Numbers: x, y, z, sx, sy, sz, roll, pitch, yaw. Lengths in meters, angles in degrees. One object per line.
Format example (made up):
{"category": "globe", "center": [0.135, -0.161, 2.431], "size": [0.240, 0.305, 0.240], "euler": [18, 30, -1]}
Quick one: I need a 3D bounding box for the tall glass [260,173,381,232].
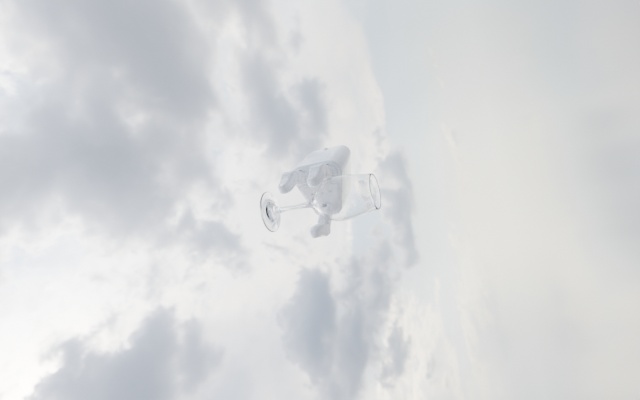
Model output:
{"category": "tall glass", "center": [-0.001, 0.003, 0.828], "size": [0.201, 0.079, 0.079], "euler": [-11, -4, 21]}
